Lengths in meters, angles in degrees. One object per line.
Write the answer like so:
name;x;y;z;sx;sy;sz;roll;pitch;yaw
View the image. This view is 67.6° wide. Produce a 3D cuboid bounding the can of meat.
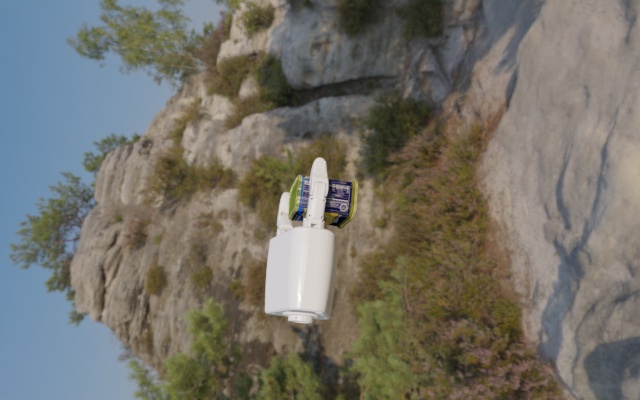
can of meat;0.000;0.002;0.693;0.084;0.057;0.102;8;-16;-9
